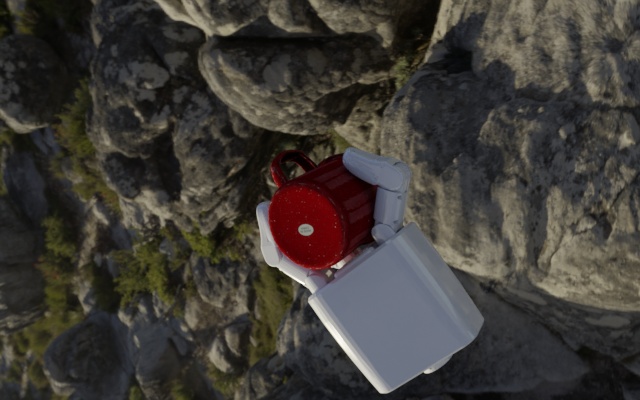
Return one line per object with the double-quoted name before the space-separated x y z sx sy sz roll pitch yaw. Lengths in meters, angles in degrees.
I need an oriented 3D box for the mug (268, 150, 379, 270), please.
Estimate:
"mug" -0.001 0.000 0.431 0.093 0.117 0.081 -42 -8 35
